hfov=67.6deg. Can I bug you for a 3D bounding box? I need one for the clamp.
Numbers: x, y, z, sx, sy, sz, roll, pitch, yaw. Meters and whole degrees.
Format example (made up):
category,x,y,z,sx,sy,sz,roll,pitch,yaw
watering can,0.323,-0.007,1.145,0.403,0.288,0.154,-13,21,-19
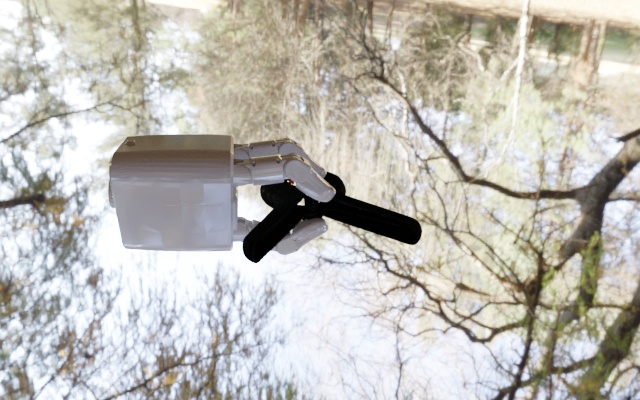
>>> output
category,x,y,z,sx,sy,sz,roll,pitch,yaw
clamp,0.000,0.002,0.500,0.164,0.036,0.210,-1,23,-10
